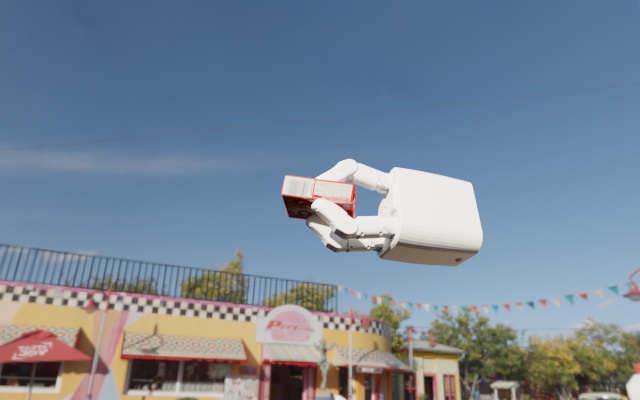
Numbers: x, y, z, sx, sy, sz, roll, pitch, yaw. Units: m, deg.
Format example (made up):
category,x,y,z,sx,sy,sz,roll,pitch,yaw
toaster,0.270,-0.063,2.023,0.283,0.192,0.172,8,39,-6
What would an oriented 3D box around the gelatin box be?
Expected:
category,x,y,z,sx,sy,sz,roll,pitch,yaw
gelatin box,0.000,0.001,0.599,0.089,0.030,0.073,8,-23,7
